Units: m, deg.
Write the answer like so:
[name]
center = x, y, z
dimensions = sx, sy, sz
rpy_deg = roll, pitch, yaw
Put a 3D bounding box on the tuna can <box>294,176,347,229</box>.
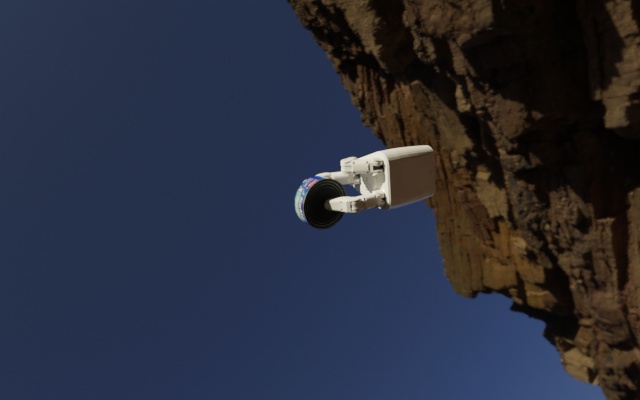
[tuna can]
center = 0.000, 0.002, 0.791
dimensions = 0.086, 0.086, 0.033
rpy_deg = 0, 12, -34
